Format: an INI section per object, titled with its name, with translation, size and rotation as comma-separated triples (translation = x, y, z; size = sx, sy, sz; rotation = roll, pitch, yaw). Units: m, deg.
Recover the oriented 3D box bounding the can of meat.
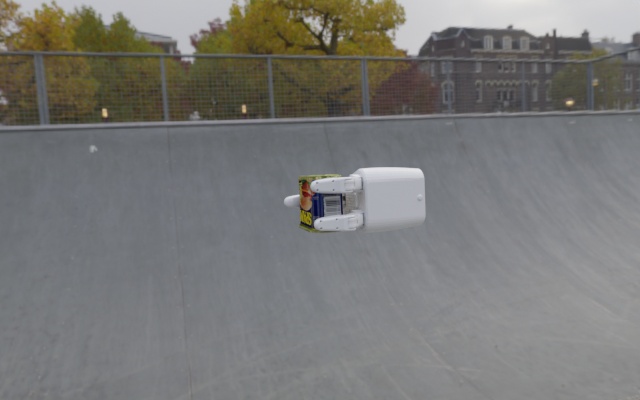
[can of meat]
translation = 0.000, 0.002, 0.740
size = 0.057, 0.084, 0.102
rotation = -3, 4, -16
